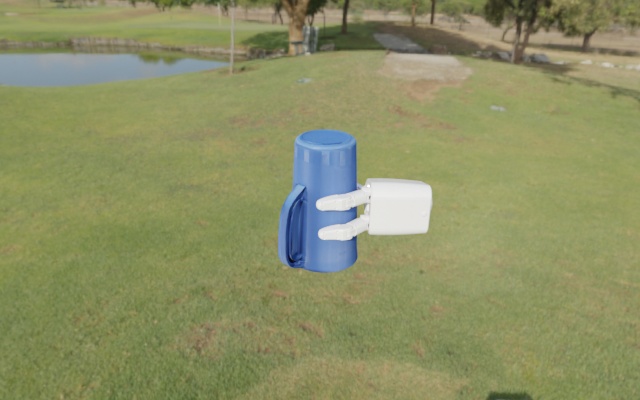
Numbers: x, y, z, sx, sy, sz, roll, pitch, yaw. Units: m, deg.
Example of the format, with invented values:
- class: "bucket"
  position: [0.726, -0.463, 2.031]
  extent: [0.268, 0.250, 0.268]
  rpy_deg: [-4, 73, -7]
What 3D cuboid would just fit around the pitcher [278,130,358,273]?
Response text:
- class: "pitcher"
  position: [0.000, 0.003, 0.868]
  extent: [0.145, 0.243, 0.149]
  rpy_deg: [1, 24, 1]
